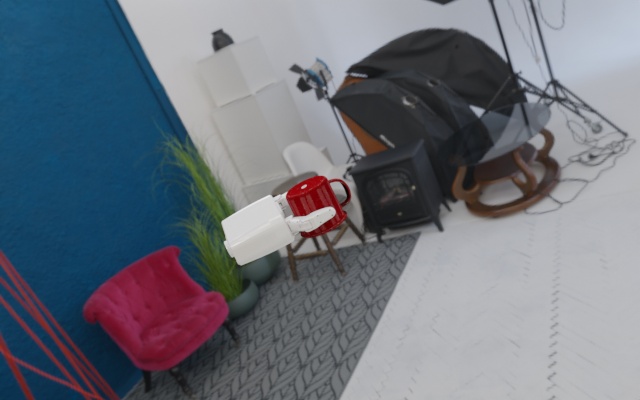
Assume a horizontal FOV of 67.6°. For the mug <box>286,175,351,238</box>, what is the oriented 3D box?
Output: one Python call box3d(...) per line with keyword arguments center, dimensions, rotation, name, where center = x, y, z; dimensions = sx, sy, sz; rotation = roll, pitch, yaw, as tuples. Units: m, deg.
box3d(center=(0.001, 0.002, 0.852), dimensions=(0.117, 0.081, 0.093), rotation=(-28, 17, -8), name="mug")
